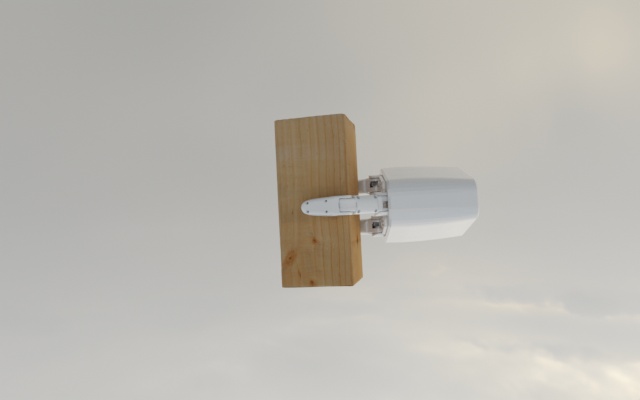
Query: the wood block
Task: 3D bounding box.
[{"bbox_3d":[0.000,0.002,0.615,0.090,0.206,0.091,-4,-2,13],"label":"wood block"}]
